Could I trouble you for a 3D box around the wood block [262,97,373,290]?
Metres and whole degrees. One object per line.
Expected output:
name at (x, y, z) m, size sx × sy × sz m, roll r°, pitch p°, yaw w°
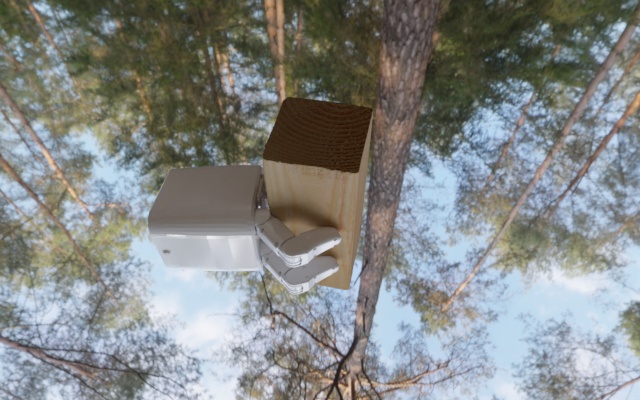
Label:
wood block at (0.000, 0.001, 0.517) m, size 0.090 × 0.090 × 0.206 m, roll 9°, pitch -38°, yaw 7°
